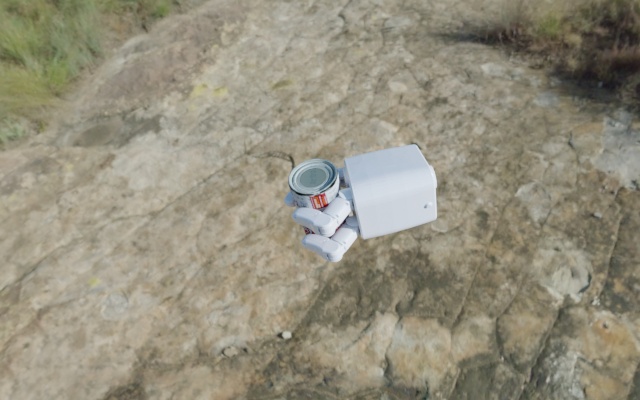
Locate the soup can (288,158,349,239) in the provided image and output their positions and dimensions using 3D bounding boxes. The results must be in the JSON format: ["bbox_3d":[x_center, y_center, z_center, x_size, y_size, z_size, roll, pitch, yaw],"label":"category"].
[{"bbox_3d":[0.000,0.002,0.648,0.068,0.068,0.102,0,-42,16],"label":"soup can"}]
